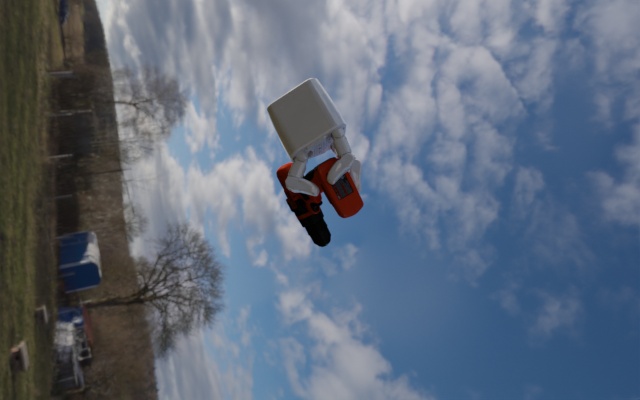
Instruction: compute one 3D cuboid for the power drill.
[{"bbox_3d":[0.000,0.003,0.899,0.057,0.184,0.187,-34,9,-29],"label":"power drill"}]
